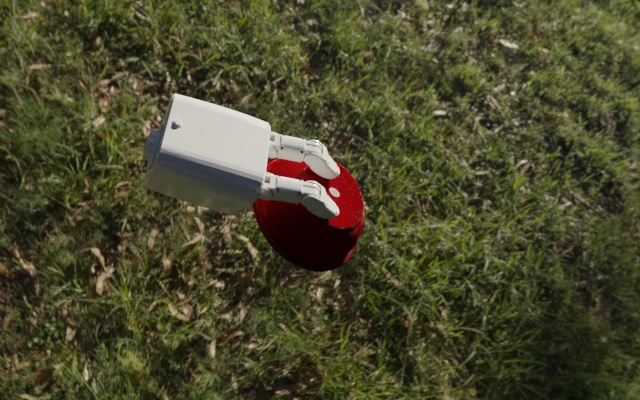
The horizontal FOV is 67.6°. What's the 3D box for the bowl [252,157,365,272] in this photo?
[{"bbox_3d":[0.001,0.002,0.582,0.162,0.162,0.055,0,-23,-40],"label":"bowl"}]
